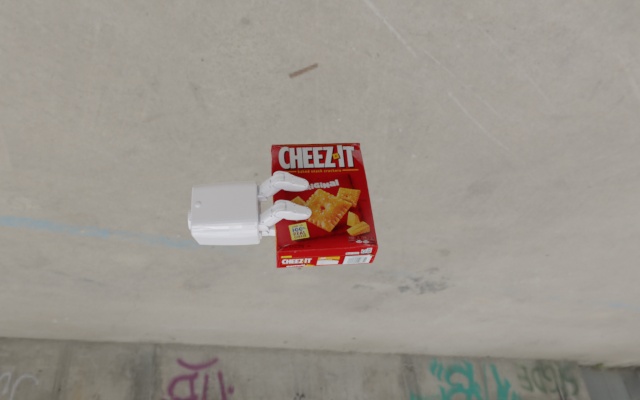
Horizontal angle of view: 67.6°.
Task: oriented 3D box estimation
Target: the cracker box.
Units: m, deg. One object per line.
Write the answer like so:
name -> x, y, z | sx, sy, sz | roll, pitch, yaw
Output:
cracker box -> 0.000, 0.003, 0.817 | 0.164, 0.213, 0.072 | -2, -31, -7
